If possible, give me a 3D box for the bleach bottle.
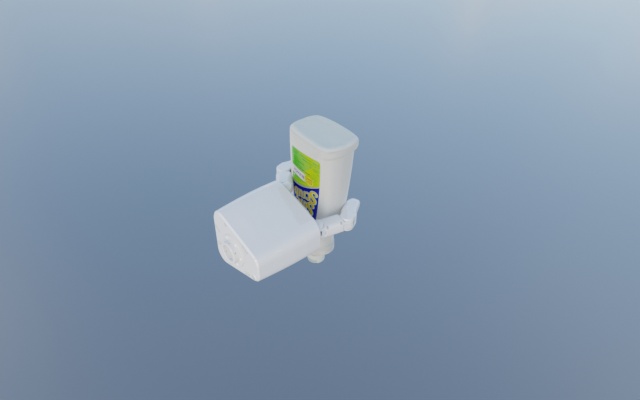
[{"bbox_3d":[0.000,0.002,0.733,0.068,0.251,0.102,-26,46,-30],"label":"bleach bottle"}]
